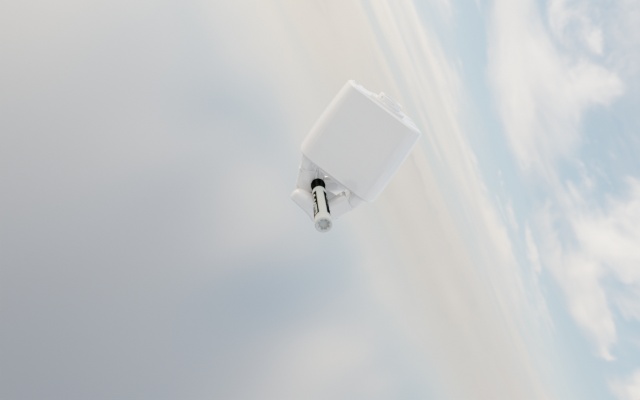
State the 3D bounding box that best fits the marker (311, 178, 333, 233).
[{"bbox_3d":[0.000,0.002,0.557,0.020,0.020,0.121,0,23,-3],"label":"marker"}]
